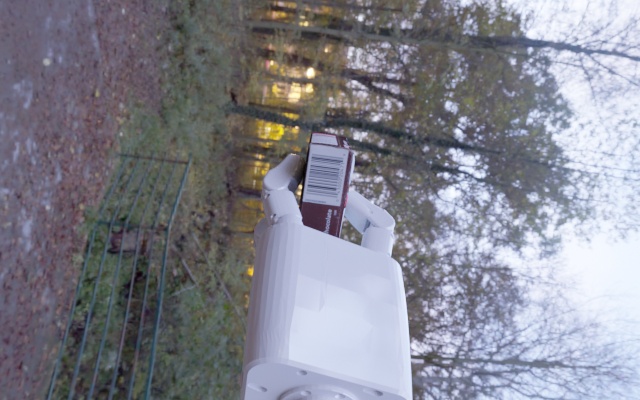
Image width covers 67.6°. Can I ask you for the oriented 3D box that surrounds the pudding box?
[{"bbox_3d":[0.000,0.001,0.419,0.039,0.113,0.090,10,13,-3],"label":"pudding box"}]
